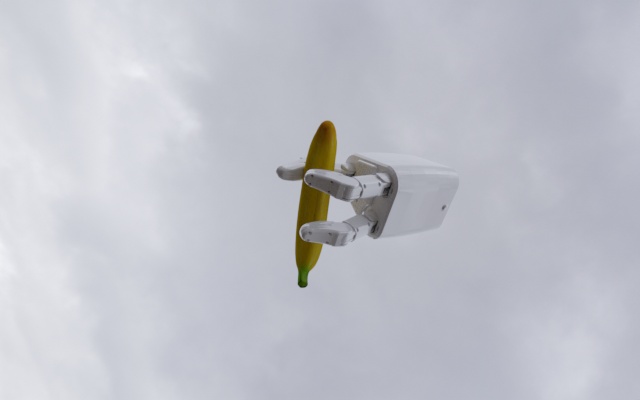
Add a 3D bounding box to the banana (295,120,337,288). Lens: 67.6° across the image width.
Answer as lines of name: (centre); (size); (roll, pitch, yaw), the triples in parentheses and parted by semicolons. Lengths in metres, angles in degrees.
banana: (-0.005, 0.002, 0.581); (0.037, 0.198, 0.069); (5, 8, -14)
